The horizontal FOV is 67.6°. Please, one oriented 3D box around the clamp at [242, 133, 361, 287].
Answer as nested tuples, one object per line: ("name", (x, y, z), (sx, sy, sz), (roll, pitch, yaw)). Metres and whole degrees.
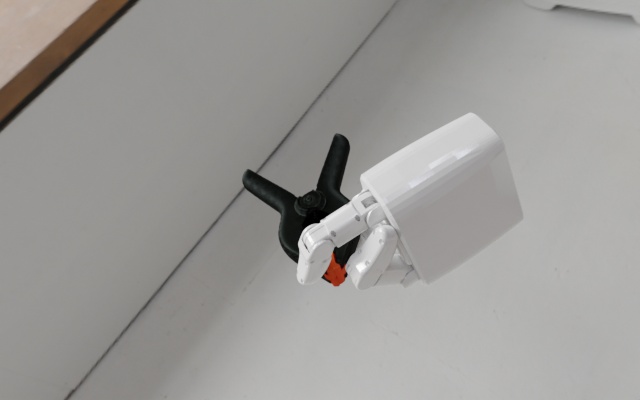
("clamp", (0.000, 0.001, 0.467), (0.120, 0.171, 0.039), (-32, -38, 0))
